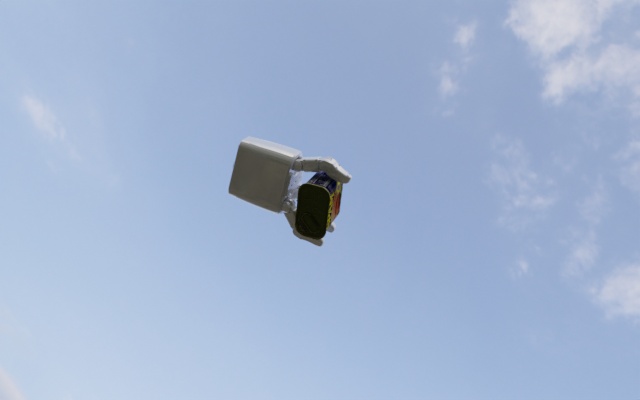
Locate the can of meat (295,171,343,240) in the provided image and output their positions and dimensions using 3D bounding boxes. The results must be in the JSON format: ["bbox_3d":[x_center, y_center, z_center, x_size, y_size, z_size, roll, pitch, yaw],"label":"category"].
[{"bbox_3d":[0.000,0.003,0.830,0.057,0.102,0.084,15,29,15],"label":"can of meat"}]
